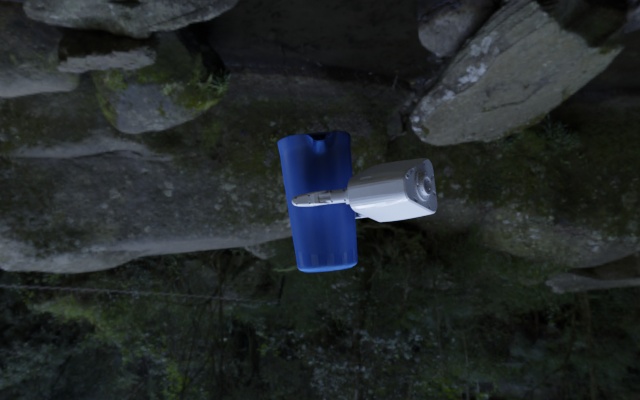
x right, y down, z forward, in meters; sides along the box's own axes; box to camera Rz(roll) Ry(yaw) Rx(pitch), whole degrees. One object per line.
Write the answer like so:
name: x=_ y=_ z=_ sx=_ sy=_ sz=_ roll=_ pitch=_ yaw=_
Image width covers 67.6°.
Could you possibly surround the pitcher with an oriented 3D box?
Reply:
pitcher: x=0.000 y=0.003 z=0.869 sx=0.145 sy=0.243 sz=0.149 roll=-9 pitch=-5 yaw=37
